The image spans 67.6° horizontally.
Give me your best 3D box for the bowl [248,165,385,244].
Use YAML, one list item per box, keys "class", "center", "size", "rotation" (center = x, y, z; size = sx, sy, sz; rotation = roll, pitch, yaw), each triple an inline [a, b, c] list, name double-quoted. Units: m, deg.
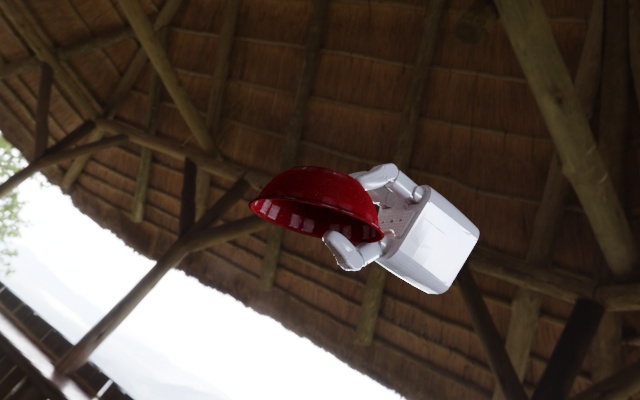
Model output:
- class: "bowl"
  center: [-0.001, 0.001, 0.561]
  size: [0.162, 0.055, 0.162]
  rotation: [12, -16, 4]
